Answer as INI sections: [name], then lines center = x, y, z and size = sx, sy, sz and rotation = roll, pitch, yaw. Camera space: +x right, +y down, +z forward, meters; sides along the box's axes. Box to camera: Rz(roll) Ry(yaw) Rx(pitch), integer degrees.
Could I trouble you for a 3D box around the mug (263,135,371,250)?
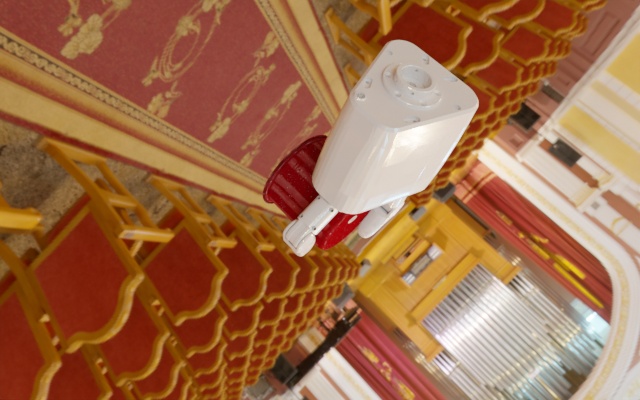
[mug]
center = 0.000, 0.003, 0.492
size = 0.093, 0.081, 0.117
rotation = -36, -18, -33
